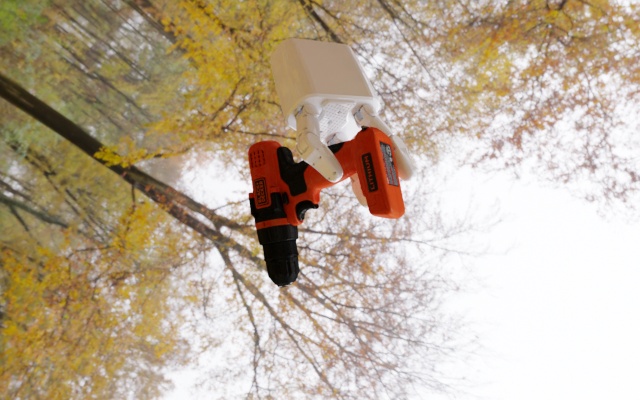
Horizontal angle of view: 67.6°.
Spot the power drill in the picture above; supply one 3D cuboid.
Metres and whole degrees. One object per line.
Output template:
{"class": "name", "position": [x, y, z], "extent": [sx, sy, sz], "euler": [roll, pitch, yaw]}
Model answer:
{"class": "power drill", "position": [0.000, 0.001, 0.565], "extent": [0.187, 0.184, 0.057], "euler": [-13, -6, 26]}
